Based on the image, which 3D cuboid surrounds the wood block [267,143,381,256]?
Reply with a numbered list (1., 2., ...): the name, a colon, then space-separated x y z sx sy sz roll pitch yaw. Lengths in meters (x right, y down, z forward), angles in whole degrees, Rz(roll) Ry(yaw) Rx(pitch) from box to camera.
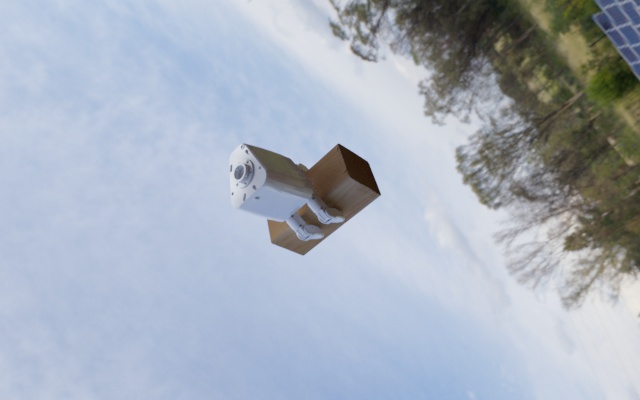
1. wood block: 0.000 0.003 0.895 0.090 0.090 0.206 26 -55 -39
